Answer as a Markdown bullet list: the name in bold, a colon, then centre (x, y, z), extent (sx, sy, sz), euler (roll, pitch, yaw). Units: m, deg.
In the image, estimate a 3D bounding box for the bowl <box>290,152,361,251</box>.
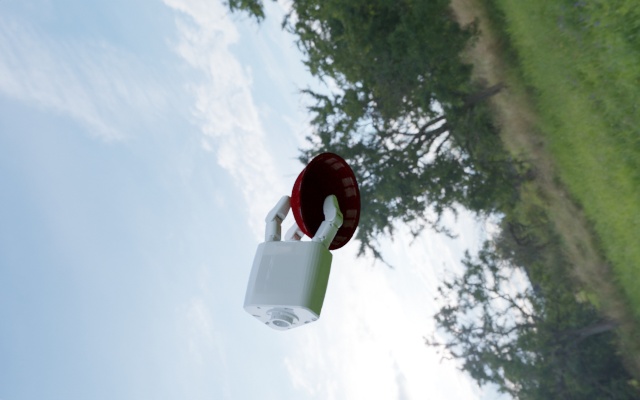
- **bowl**: centre (0.000, 0.002, 0.799), extent (0.055, 0.162, 0.162), euler (-4, -2, 40)
